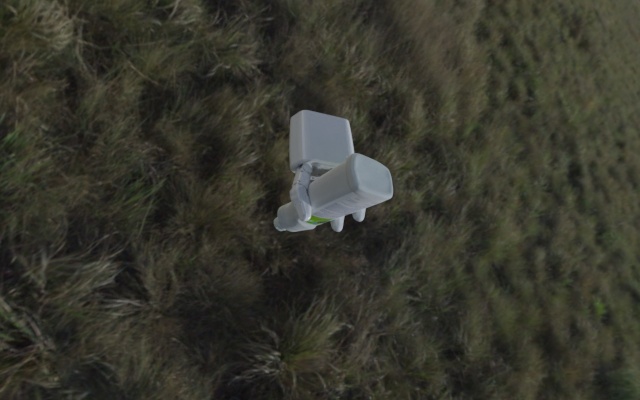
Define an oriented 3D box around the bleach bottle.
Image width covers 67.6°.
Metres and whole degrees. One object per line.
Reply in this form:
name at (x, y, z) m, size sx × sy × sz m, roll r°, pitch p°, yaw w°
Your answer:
bleach bottle at (0.000, 0.003, 0.833) m, size 0.102 × 0.068 × 0.251 m, roll 17°, pitch -31°, yaw -40°
